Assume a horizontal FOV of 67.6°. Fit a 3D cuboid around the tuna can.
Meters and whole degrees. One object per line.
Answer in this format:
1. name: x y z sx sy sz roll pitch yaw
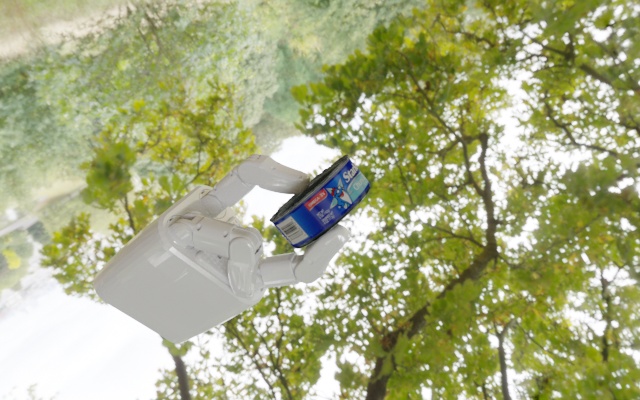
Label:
1. tuna can: 0.000 0.002 0.402 0.086 0.034 0.086 -40 7 6
